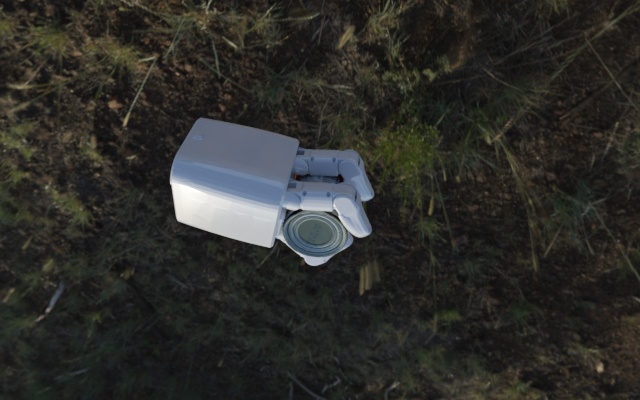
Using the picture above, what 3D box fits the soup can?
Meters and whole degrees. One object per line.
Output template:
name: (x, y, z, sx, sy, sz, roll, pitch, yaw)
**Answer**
soup can: (0.001, 0.002, 0.509, 0.068, 0.069, 0.102, 0, 40, 9)
